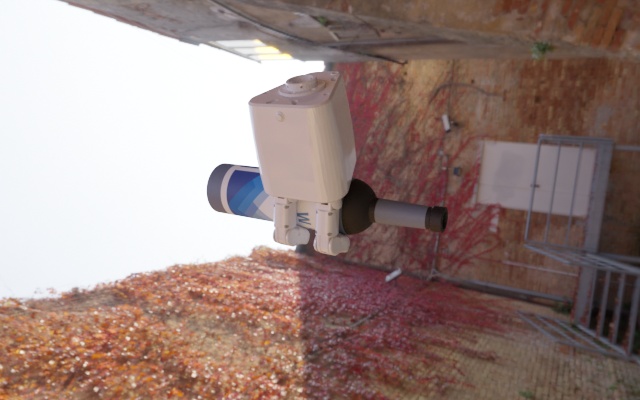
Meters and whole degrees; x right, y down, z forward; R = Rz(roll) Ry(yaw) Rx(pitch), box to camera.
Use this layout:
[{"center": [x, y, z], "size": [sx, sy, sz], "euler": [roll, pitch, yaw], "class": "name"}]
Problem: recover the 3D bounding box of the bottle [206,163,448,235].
[{"center": [0.000, 0.002, 0.564], "size": [0.295, 0.069, 0.069], "euler": [8, 4, 27], "class": "bottle"}]
